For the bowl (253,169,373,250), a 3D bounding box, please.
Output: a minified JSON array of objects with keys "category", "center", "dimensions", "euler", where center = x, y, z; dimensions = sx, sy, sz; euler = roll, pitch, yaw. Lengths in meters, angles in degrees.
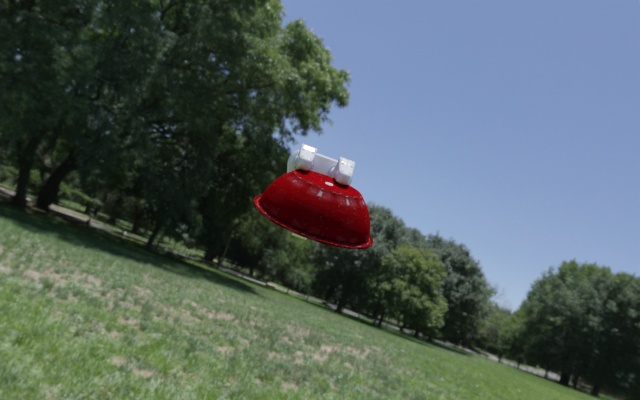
[{"category":"bowl","center":[0.001,0.002,0.604],"dimensions":[0.162,0.055,0.162],"euler":[19,13,-5]}]
